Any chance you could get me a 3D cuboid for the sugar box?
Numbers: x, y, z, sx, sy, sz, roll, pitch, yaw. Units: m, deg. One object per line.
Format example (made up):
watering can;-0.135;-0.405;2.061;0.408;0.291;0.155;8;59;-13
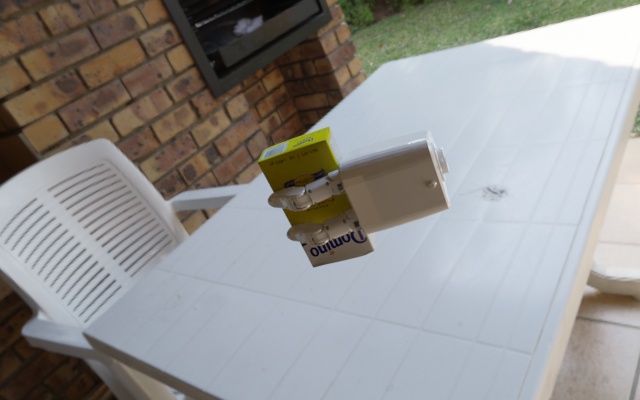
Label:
sugar box;0.000;0.002;0.614;0.093;0.176;0.048;-17;27;17
